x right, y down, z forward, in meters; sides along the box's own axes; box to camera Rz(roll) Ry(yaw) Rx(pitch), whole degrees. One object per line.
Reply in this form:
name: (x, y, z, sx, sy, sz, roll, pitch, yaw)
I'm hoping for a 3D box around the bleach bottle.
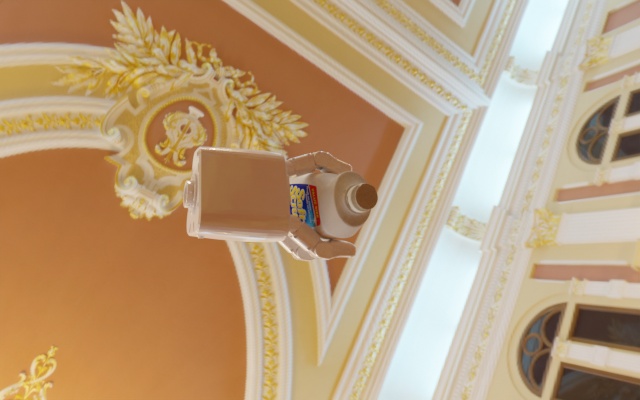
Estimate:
bleach bottle: (0.000, 0.002, 0.628, 0.068, 0.102, 0.251, 6, -9, -23)
